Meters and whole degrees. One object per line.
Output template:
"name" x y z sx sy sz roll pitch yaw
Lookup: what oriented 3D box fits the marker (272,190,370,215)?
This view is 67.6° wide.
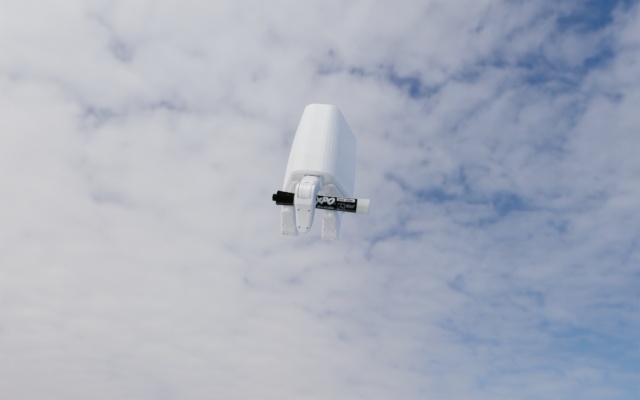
"marker" 0.000 0.002 0.591 0.121 0.020 0.020 6 0 6
